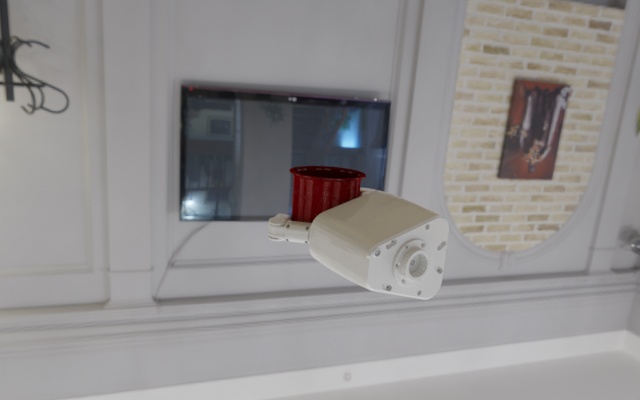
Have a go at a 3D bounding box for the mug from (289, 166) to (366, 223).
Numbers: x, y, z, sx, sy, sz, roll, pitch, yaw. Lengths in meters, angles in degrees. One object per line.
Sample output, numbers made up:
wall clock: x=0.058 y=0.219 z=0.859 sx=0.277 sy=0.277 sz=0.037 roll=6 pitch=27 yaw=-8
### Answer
mug: x=-0.001 y=0.002 z=0.597 sx=0.093 sy=0.081 sz=0.117 roll=-4 pitch=15 yaw=-30
